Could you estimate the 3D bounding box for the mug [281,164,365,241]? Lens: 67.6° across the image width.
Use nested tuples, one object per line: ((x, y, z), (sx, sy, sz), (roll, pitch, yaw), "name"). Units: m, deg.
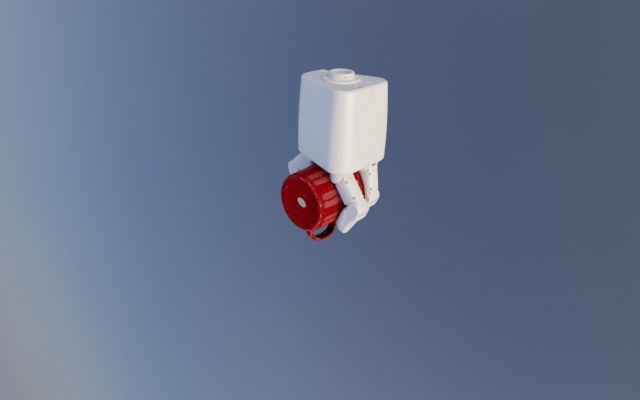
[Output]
((0.000, 0.003, 0.661), (0.093, 0.117, 0.081), (25, 35, 37), "mug")
